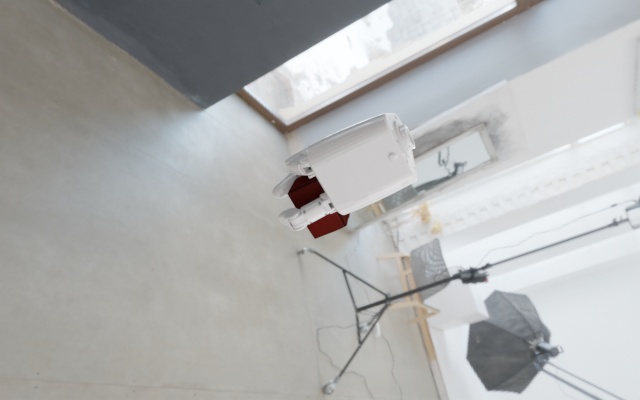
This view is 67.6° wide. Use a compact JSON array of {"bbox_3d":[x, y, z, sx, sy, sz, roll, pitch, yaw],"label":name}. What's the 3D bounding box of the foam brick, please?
[{"bbox_3d":[0.000,0.002,0.648,0.051,0.078,0.053,-23,19,20],"label":"foam brick"}]
